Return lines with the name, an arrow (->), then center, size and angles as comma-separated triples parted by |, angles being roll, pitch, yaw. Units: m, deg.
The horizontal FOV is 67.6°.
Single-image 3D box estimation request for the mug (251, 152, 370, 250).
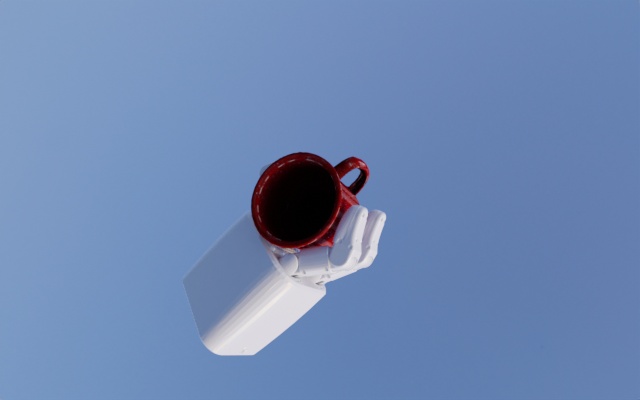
mug -> 0.001, 0.001, 0.475 | 0.117, 0.093, 0.081 | -42, -28, 7
